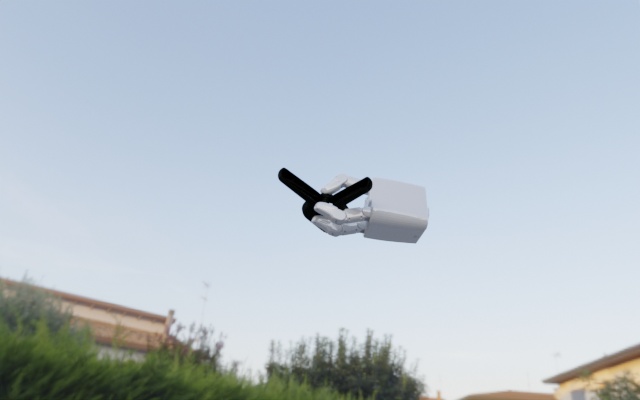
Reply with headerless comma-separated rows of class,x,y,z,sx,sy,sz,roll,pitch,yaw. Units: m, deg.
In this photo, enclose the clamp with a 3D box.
clamp,0.000,0.003,0.900,0.164,0.036,0.210,11,-28,0
